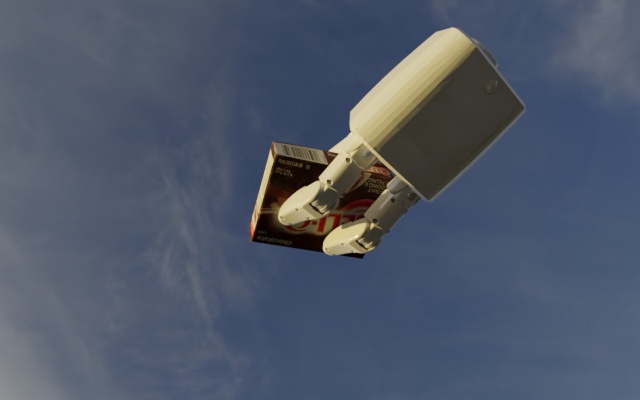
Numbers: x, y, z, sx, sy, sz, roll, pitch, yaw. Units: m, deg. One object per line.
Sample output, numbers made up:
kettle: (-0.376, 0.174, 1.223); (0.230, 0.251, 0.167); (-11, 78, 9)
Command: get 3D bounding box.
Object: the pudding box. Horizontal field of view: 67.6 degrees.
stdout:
pudding box: (0.000, 0.001, 0.435); (0.113, 0.090, 0.039); (11, 27, -14)
